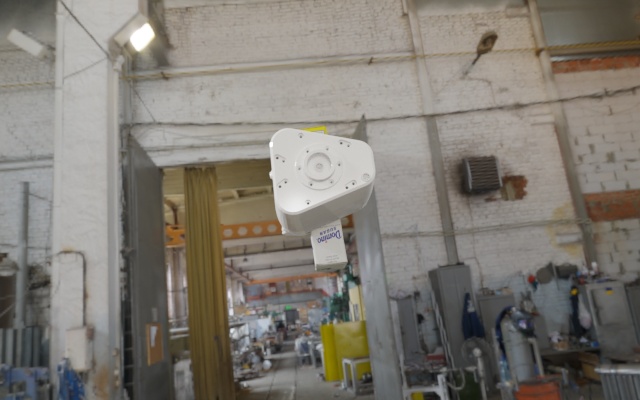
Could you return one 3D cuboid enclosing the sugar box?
[{"bbox_3d":[0.000,0.002,0.627,0.048,0.176,0.093,-6,-13,-1],"label":"sugar box"}]
